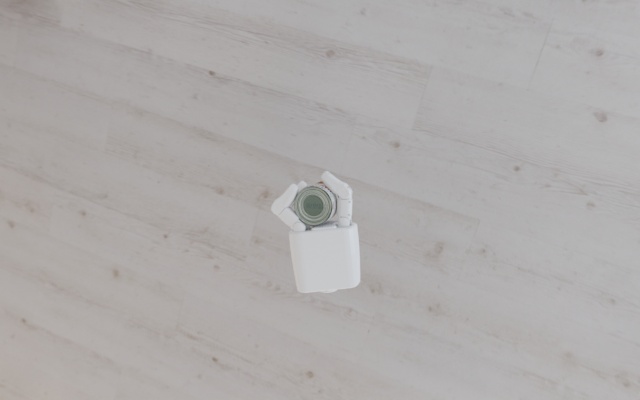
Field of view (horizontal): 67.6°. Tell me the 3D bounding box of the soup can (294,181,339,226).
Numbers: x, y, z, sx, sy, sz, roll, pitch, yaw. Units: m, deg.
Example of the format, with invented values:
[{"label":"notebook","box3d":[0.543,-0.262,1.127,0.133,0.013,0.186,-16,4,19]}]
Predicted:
[{"label":"soup can","box3d":[0.000,0.002,0.835,0.068,0.068,0.102,0,8,15]}]
